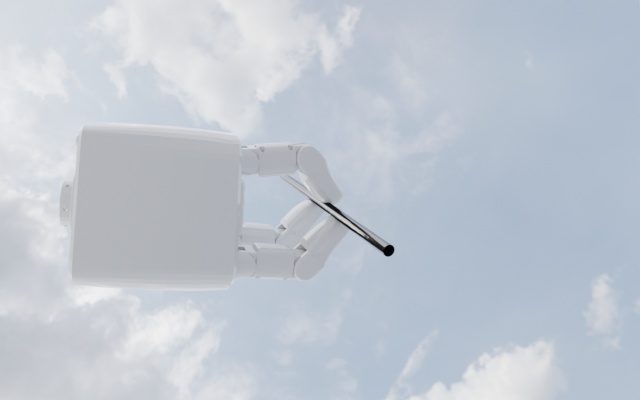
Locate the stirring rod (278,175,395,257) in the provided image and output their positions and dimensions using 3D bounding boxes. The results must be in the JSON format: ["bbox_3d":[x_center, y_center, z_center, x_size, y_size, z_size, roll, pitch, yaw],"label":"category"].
[{"bbox_3d":[0.000,0.001,0.403,0.011,0.011,0.239,0,14,-21],"label":"stirring rod"}]
